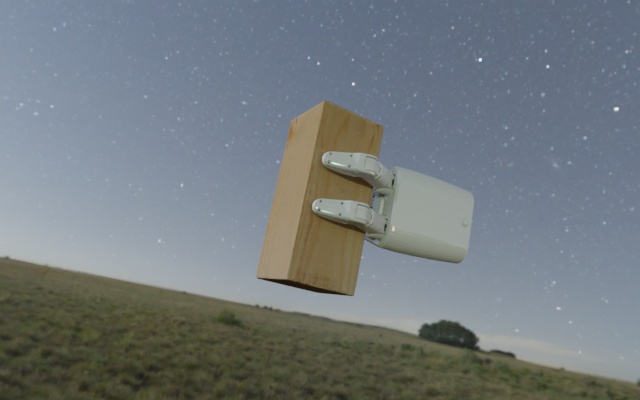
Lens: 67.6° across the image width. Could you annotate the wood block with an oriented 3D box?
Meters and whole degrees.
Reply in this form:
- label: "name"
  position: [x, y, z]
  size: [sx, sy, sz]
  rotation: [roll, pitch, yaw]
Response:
- label: "wood block"
  position: [0.000, 0.002, 0.573]
  size: [0.090, 0.206, 0.091]
  rotation: [19, -16, -26]
